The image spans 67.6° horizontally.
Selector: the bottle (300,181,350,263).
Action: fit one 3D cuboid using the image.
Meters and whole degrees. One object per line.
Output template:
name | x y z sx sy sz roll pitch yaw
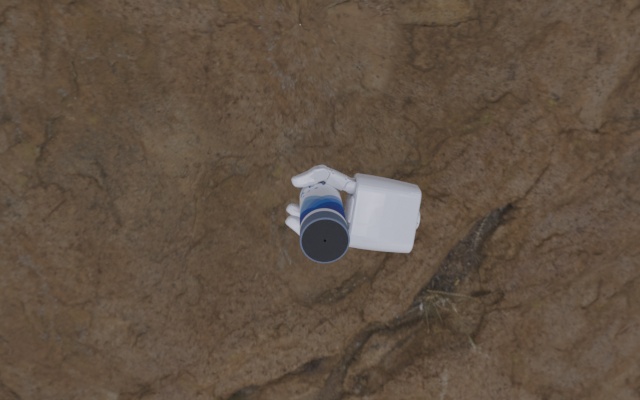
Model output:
bottle | 0.000 0.003 0.763 0.069 0.069 0.295 0 20 -2
